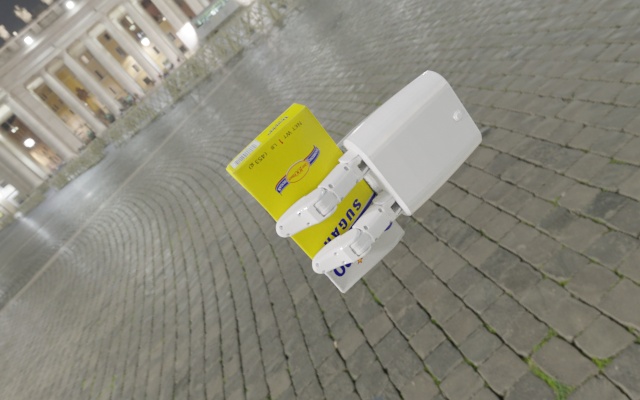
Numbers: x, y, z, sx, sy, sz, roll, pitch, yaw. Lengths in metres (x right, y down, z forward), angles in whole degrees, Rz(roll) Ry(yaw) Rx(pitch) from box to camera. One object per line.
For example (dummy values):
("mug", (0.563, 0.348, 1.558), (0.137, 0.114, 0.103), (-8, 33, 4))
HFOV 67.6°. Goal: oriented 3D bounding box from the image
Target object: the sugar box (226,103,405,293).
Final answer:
("sugar box", (0.000, 0.002, 0.474), (0.093, 0.176, 0.048), (-43, 22, -4))
